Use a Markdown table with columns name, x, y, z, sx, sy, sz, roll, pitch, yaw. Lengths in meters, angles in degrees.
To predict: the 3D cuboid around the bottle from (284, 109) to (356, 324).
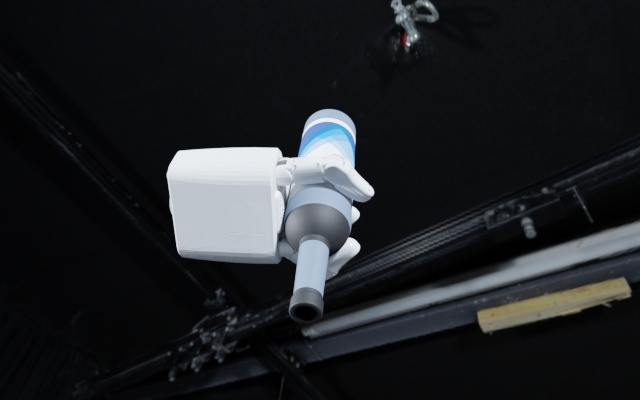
| name | x | y | z | sx | sy | sz | roll | pitch | yaw |
| --- | --- | --- | --- | --- | --- | --- | --- | --- | --- |
| bottle | 0.000 | 0.001 | 0.499 | 0.069 | 0.069 | 0.295 | 0 | 38 | 6 |
